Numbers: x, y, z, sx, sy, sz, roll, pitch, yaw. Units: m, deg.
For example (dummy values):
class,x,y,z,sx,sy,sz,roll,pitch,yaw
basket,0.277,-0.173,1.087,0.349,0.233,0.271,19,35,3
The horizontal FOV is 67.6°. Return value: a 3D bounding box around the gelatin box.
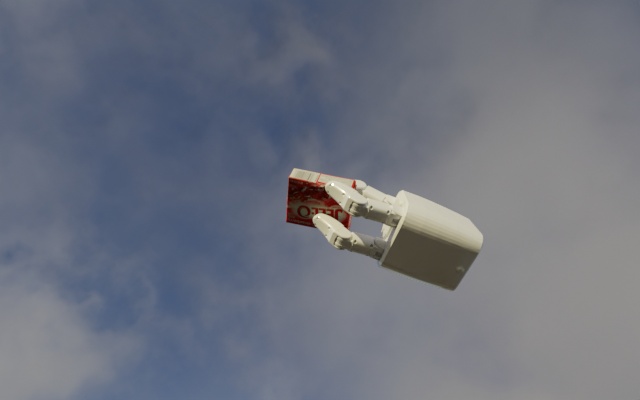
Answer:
class,x,y,z,sx,sy,sz,roll,pitch,yaw
gelatin box,0.000,0.002,0.642,0.089,0.073,0.030,12,33,9
